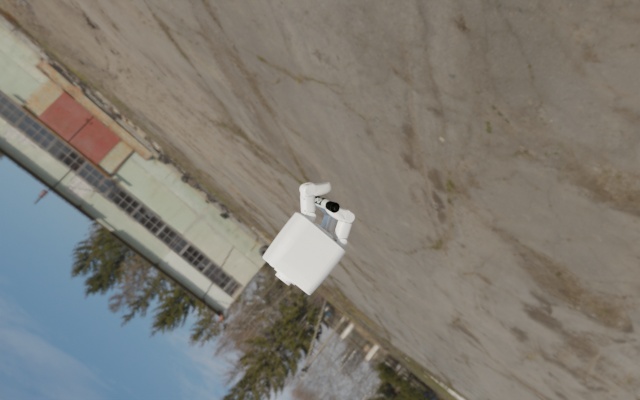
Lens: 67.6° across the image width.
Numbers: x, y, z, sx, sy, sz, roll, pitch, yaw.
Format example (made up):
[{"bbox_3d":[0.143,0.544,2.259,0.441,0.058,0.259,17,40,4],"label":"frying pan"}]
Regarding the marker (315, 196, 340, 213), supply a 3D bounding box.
[{"bbox_3d":[0.000,0.003,0.861,0.020,0.020,0.121,0,11,-28],"label":"marker"}]
